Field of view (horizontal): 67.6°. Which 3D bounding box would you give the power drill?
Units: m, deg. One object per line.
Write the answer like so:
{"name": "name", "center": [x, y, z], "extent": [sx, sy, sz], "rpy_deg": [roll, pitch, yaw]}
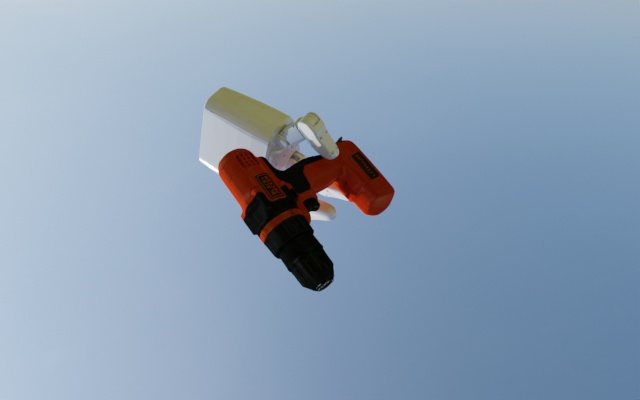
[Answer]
{"name": "power drill", "center": [0.000, 0.002, 0.549], "extent": [0.187, 0.184, 0.057], "rpy_deg": [-18, -28, -43]}
